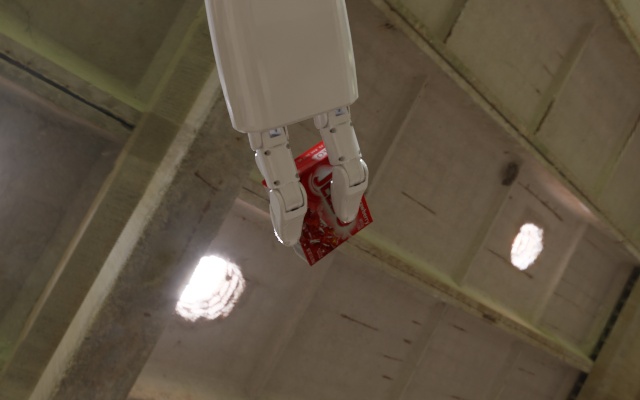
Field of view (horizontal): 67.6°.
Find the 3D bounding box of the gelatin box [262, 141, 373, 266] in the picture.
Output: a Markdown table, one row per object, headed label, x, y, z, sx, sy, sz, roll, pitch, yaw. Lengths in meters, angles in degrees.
| label | x | y | z | sx | sy | sz | roll | pitch | yaw |
| --- | --- | --- | --- | --- | --- | --- | --- | --- | --- |
| gelatin box | 0.000 | 0.001 | 0.413 | 0.073 | 0.089 | 0.030 | -34 | 37 | -17 |
